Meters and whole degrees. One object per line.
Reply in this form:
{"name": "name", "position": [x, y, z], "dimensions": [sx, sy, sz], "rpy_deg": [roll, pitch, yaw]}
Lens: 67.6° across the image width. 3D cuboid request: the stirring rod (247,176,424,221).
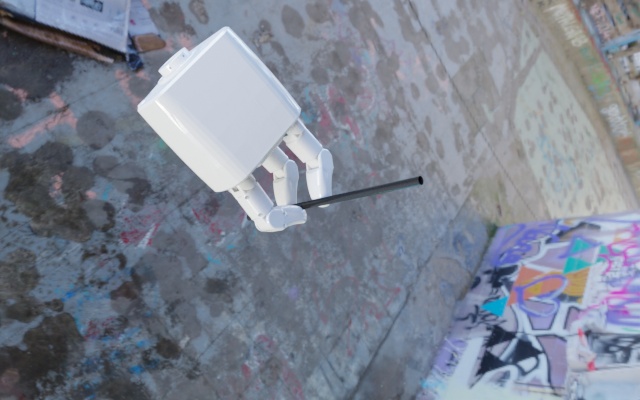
{"name": "stirring rod", "position": [0.000, 0.002, 0.488], "dimensions": [0.239, 0.011, 0.011], "rpy_deg": [-12, -9, 44]}
